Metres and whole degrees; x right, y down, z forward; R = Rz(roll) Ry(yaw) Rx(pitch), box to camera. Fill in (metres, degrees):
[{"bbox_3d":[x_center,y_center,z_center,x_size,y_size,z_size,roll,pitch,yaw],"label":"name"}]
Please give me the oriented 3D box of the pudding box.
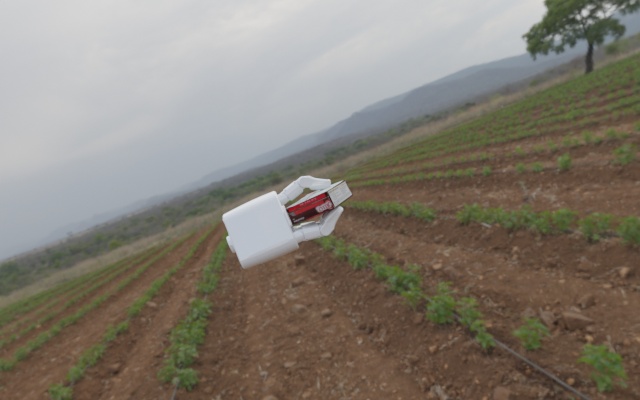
[{"bbox_3d":[0.000,0.003,0.877,0.090,0.039,0.113,-22,6,24],"label":"pudding box"}]
